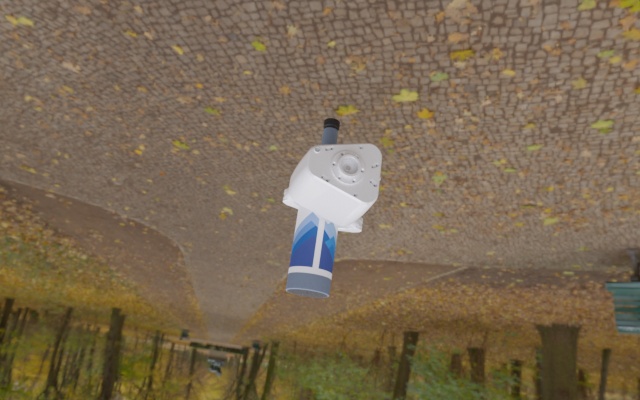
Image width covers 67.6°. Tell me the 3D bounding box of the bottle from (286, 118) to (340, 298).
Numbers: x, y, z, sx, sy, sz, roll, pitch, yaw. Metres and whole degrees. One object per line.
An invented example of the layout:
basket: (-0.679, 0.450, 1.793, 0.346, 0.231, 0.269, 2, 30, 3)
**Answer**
bottle: (0.000, 0.003, 0.767, 0.069, 0.295, 0.069, 7, -20, 3)
